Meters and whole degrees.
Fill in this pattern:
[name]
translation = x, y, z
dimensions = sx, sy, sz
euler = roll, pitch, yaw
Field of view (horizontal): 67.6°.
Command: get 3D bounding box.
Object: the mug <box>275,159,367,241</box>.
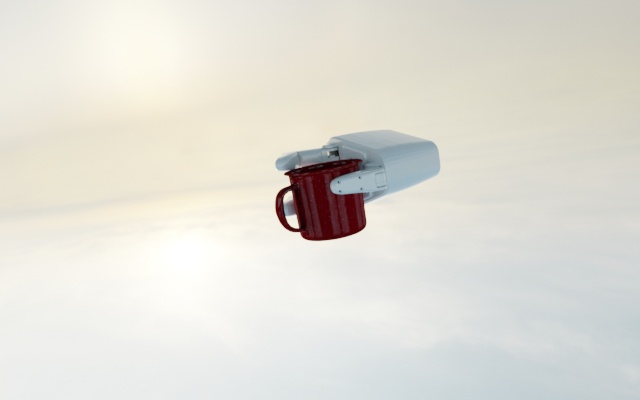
[mug]
translation = -0.001, 0.002, 0.557
dimensions = 0.117, 0.081, 0.093
euler = -17, 11, -36
